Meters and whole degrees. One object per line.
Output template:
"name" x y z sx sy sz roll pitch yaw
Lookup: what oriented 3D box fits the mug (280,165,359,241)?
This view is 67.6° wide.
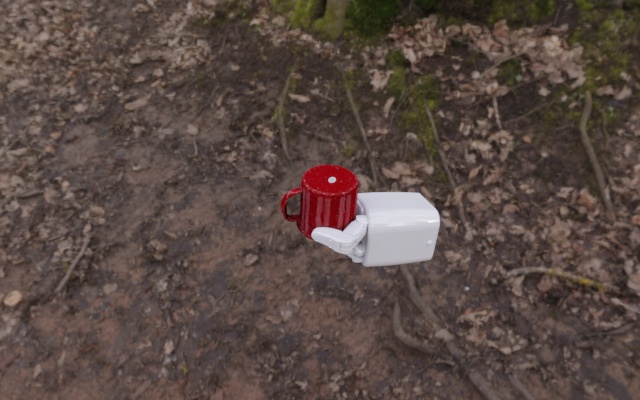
"mug" -0.001 0.002 0.691 0.117 0.082 0.093 -4 36 -10
